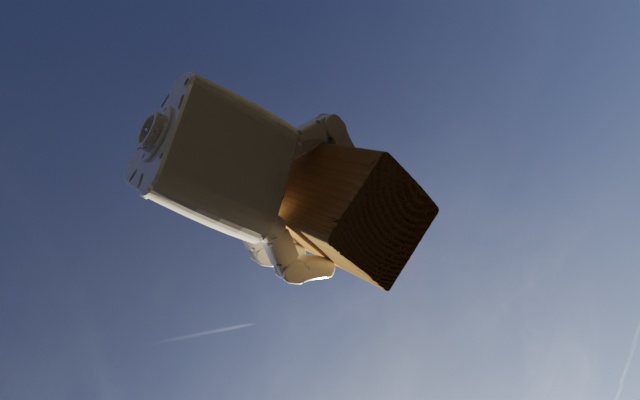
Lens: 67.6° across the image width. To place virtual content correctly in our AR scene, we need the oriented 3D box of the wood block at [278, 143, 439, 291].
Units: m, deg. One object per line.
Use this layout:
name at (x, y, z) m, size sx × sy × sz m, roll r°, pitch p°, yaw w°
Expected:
wood block at (0.000, 0.001, 0.478) m, size 0.090 × 0.091 × 0.206 m, roll 41°, pitch -13°, yaw -33°
